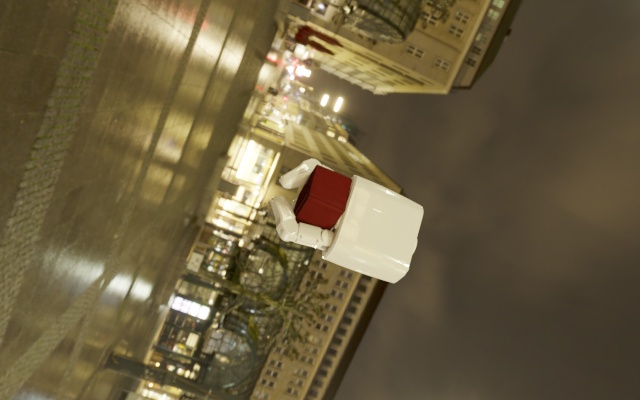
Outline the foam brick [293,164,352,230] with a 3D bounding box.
[{"bbox_3d":[0.000,0.002,0.612,0.051,0.053,0.078,22,-36,-8],"label":"foam brick"}]
